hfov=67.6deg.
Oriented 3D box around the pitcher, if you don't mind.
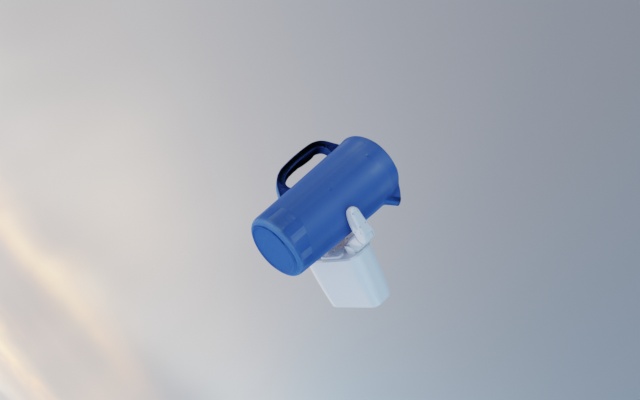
[{"bbox_3d":[0.000,0.003,0.776,0.242,0.145,0.149,-40,24,-31],"label":"pitcher"}]
